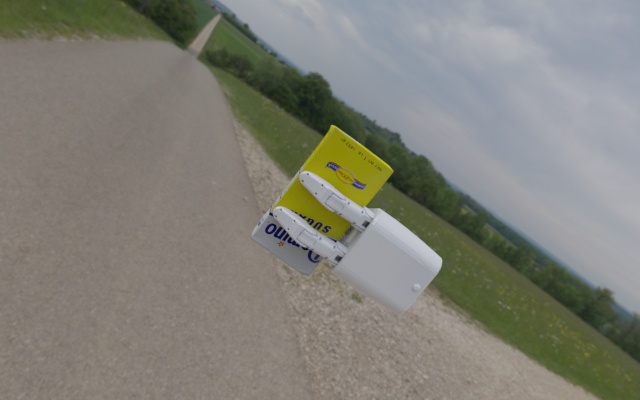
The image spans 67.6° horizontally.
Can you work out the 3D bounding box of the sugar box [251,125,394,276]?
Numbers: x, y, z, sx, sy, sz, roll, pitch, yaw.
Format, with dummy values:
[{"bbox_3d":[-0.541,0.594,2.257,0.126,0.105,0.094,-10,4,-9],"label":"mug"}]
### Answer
[{"bbox_3d":[0.000,0.002,0.604,0.093,0.176,0.048,35,9,-9],"label":"sugar box"}]
